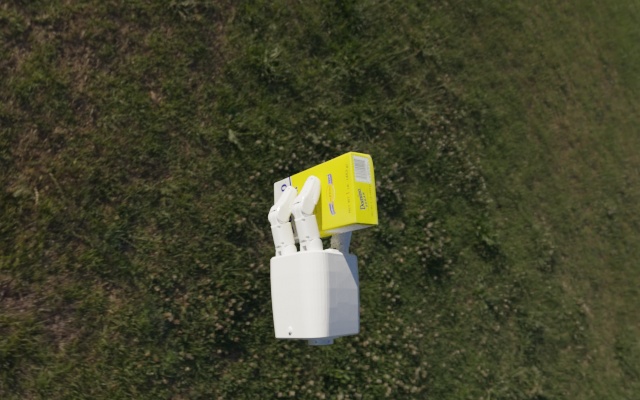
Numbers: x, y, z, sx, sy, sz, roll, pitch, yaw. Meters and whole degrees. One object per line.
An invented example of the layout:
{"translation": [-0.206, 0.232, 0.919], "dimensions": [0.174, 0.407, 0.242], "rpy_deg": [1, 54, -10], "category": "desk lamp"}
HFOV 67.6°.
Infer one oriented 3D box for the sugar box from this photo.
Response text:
{"translation": [0.000, 0.002, 0.656], "dimensions": [0.048, 0.093, 0.176], "rpy_deg": [8, -17, -40], "category": "sugar box"}
